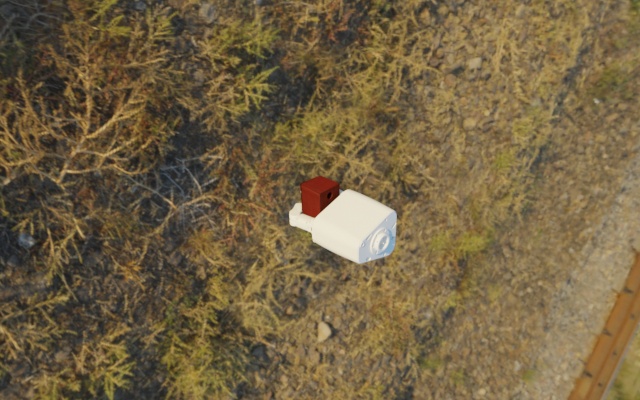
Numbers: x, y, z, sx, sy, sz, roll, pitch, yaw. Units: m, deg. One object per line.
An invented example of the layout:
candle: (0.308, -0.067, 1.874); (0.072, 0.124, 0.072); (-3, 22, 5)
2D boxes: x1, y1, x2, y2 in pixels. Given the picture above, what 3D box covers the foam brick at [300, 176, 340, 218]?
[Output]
foam brick: (0.000, 0.003, 0.870); (0.053, 0.078, 0.051); (-27, 38, -37)
